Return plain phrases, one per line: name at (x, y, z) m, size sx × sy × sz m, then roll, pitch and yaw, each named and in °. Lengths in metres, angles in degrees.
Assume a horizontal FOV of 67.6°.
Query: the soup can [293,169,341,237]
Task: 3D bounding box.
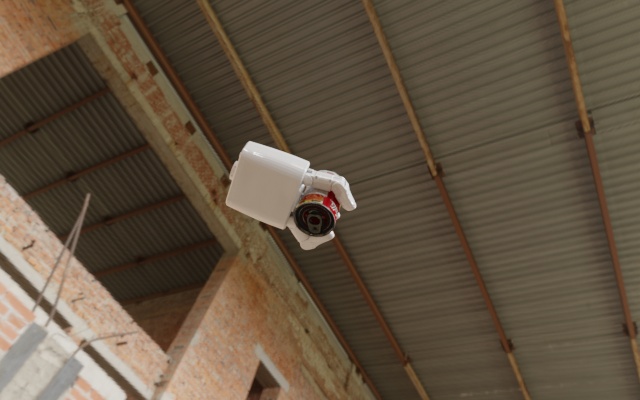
soup can at (0.001, 0.002, 0.788) m, size 0.068 × 0.068 × 0.102 m, roll 0°, pitch 35°, yaw 15°
